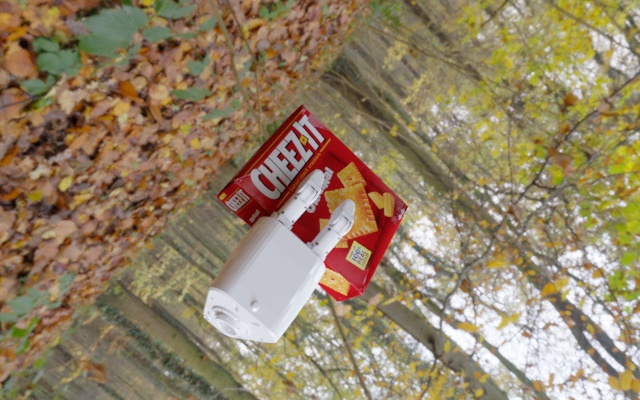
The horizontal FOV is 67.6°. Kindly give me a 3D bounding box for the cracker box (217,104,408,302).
[{"bbox_3d":[0.000,0.002,0.637,0.072,0.214,0.164,-33,18,53],"label":"cracker box"}]
